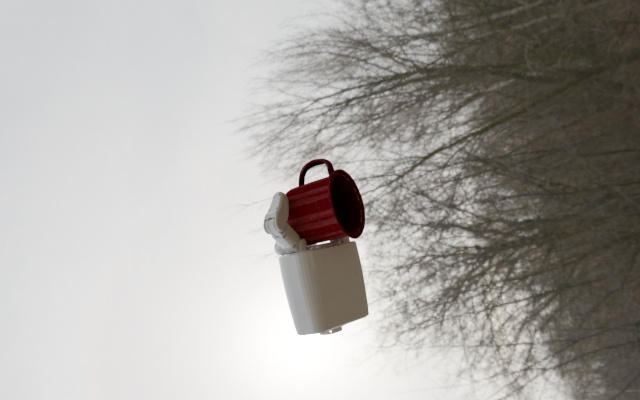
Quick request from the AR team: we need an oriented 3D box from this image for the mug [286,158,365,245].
[{"bbox_3d":[0.000,0.001,0.639,0.081,0.117,0.093,-16,-9,29],"label":"mug"}]
